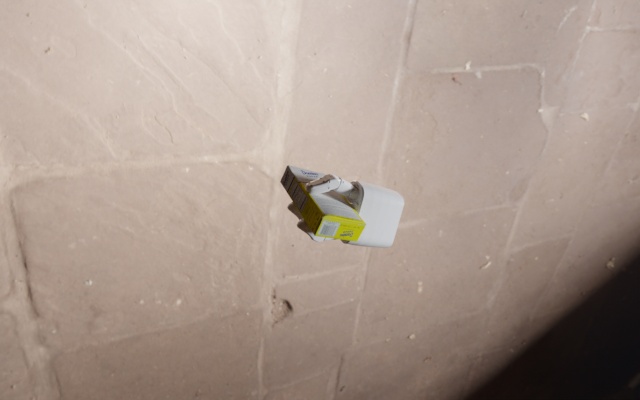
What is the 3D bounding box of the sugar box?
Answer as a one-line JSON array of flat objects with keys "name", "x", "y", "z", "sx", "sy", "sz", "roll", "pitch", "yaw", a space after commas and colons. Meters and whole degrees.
[{"name": "sugar box", "x": 0.000, "y": 0.003, "z": 0.865, "sx": 0.093, "sy": 0.048, "sz": 0.176, "roll": 12, "pitch": 24, "yaw": -32}]
